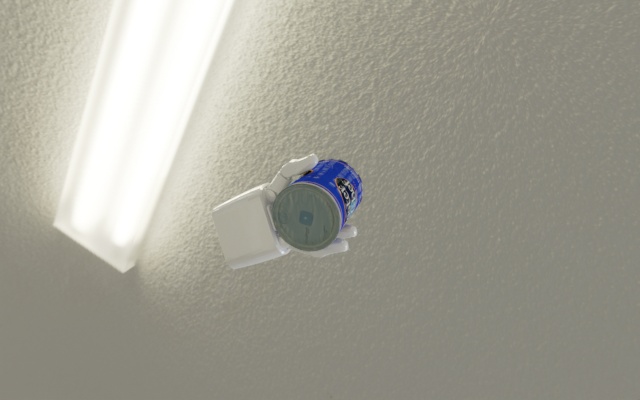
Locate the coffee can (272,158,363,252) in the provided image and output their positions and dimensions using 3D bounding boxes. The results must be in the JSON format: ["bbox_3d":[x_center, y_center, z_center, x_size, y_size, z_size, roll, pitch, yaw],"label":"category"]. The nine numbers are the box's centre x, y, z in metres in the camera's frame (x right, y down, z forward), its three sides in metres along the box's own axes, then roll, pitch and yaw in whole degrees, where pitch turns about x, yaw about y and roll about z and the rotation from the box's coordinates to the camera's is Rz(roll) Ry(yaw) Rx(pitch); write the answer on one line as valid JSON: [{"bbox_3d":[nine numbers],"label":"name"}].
[{"bbox_3d":[0.000,0.002,0.729,0.103,0.103,0.140,0,19,19],"label":"coffee can"}]
